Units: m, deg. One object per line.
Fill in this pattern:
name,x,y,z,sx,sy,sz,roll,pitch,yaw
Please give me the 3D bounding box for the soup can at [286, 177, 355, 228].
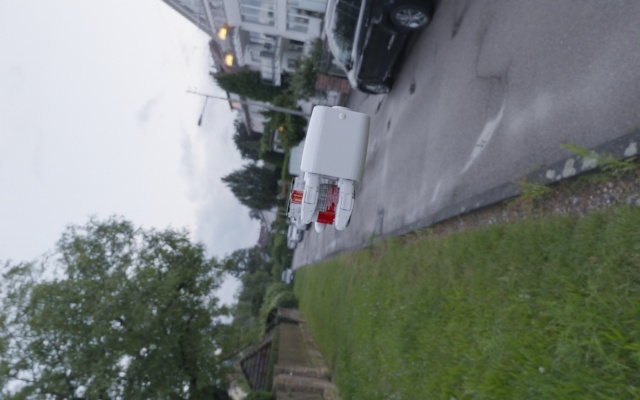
soup can,0.000,0.003,0.778,0.102,0.068,0.068,10,-1,-3
